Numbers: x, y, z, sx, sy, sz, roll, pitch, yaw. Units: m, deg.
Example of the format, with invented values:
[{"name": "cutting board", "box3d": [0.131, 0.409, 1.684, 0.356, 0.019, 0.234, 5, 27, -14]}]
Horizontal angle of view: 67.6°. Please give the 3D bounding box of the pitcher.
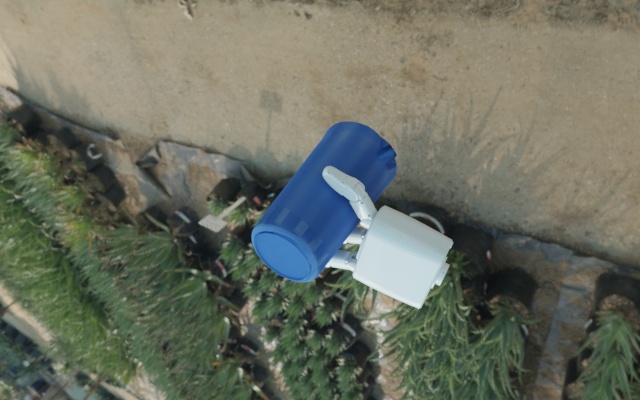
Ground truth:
[{"name": "pitcher", "box3d": [0.000, 0.002, 0.713, 0.145, 0.149, 0.242, 27, 51, 14]}]
